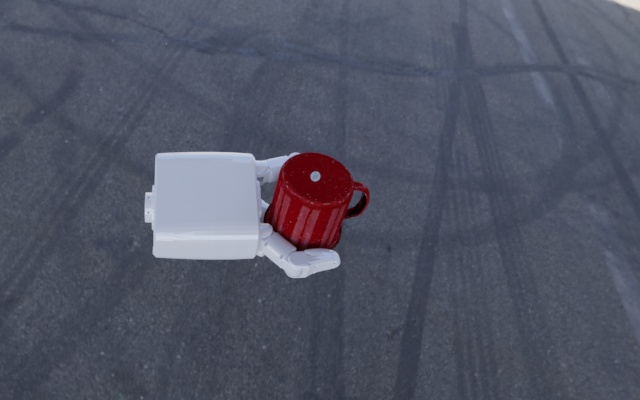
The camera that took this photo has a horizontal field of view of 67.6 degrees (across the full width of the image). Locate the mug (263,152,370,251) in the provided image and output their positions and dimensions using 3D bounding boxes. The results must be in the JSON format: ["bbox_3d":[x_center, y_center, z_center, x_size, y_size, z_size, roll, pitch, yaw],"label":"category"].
[{"bbox_3d":[0.002,0.002,0.530,0.117,0.093,0.082,-1,-41,-18],"label":"mug"}]
